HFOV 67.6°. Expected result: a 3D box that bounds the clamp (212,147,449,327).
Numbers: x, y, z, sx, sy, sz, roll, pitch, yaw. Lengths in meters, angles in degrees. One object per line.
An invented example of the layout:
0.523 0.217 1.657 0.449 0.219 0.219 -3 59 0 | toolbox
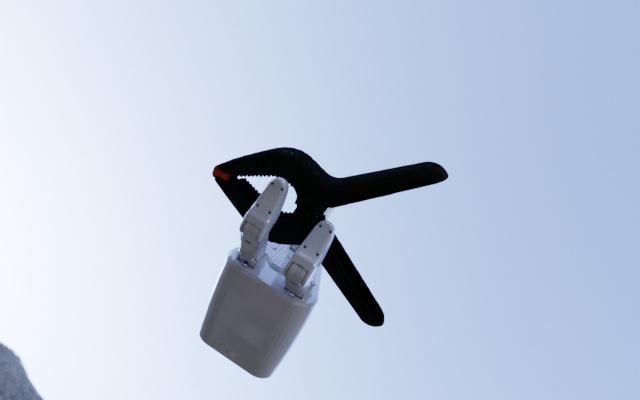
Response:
0.000 0.001 0.438 0.210 0.165 0.036 30 22 10 | clamp
